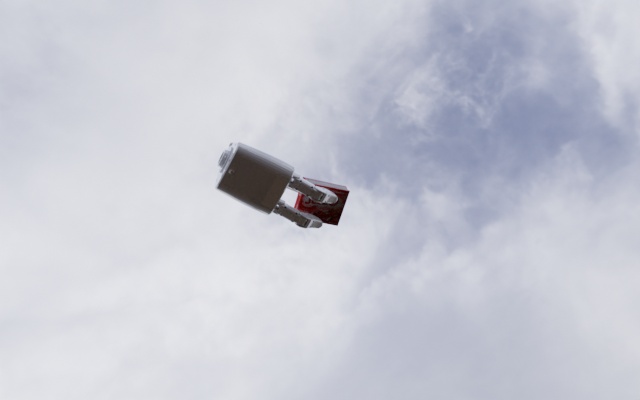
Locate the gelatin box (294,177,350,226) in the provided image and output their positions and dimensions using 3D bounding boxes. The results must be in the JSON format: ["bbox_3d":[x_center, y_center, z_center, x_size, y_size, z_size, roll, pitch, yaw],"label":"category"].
[{"bbox_3d":[0.000,0.003,0.877,0.089,0.073,0.030,11,20,-19],"label":"gelatin box"}]
